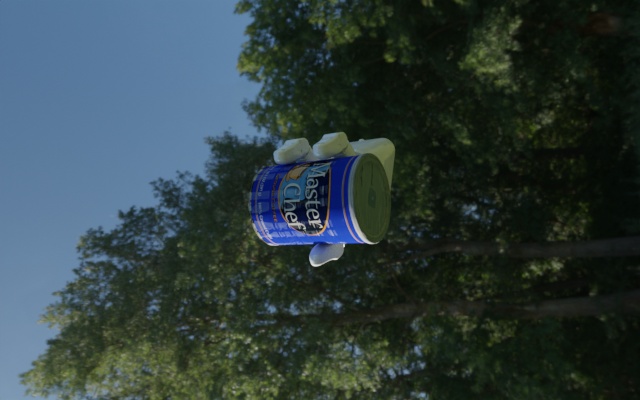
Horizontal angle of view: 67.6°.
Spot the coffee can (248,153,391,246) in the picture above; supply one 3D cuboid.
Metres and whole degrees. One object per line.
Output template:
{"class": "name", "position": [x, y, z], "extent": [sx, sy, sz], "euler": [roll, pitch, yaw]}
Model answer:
{"class": "coffee can", "position": [0.000, 0.002, 0.572], "extent": [0.140, 0.103, 0.103], "euler": [-4, -2, 30]}
